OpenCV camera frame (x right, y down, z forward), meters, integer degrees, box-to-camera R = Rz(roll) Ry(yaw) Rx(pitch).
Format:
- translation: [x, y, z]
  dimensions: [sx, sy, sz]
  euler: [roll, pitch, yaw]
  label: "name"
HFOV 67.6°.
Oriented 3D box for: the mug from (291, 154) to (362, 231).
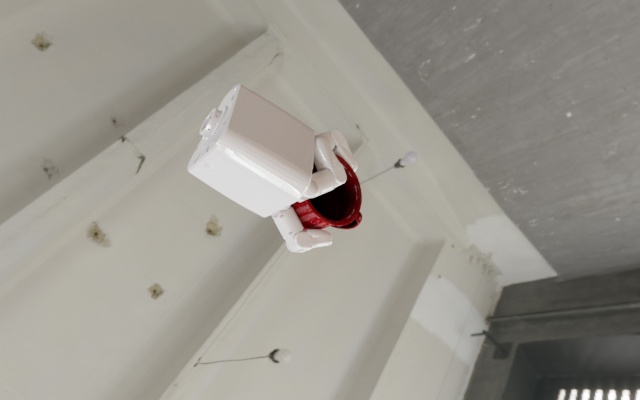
- translation: [0.001, 0.003, 0.606]
  dimensions: [0.117, 0.093, 0.081]
  euler: [33, -34, -26]
  label: "mug"
